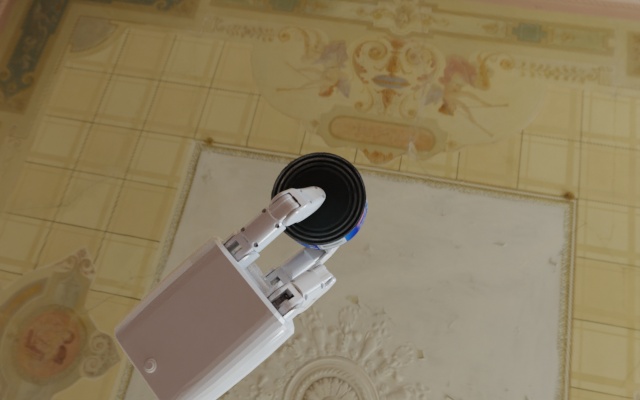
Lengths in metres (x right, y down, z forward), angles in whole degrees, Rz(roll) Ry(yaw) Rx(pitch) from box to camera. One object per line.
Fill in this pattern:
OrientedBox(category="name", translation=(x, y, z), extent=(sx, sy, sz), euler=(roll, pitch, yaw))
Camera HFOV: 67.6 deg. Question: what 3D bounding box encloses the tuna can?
OrientedBox(category="tuna can", translation=(0.000, 0.002, 0.438), extent=(0.086, 0.086, 0.034), euler=(0, -15, 9))
